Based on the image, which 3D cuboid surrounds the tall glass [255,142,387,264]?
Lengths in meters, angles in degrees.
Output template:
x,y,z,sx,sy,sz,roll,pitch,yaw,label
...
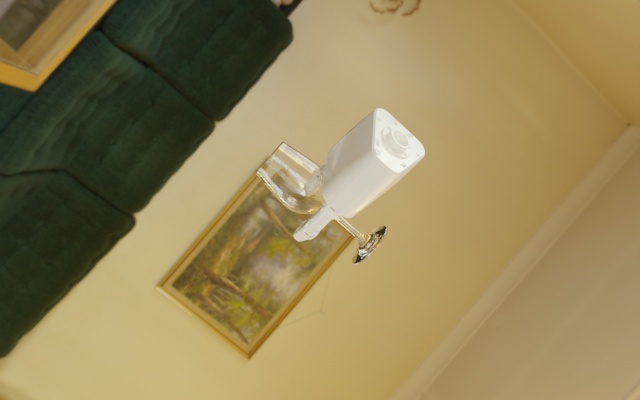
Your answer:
x,y,z,sx,sy,sz,roll,pitch,yaw,label
0.001,0.003,0.704,0.201,0.079,0.079,41,-7,-8,tall glass
